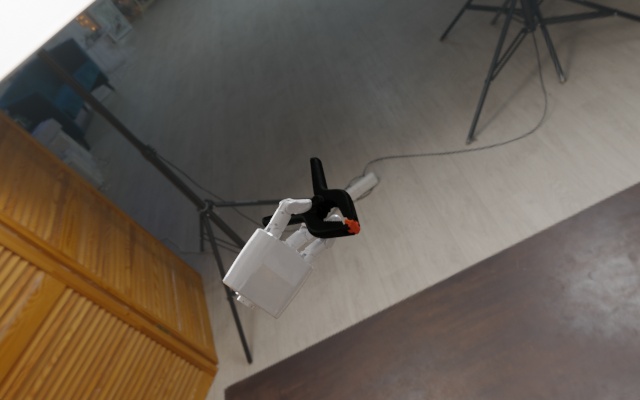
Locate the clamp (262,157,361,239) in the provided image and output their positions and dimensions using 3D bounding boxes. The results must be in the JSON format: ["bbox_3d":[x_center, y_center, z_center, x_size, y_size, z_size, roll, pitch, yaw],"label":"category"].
[{"bbox_3d":[0.000,0.003,0.843,0.210,0.164,0.036,19,-19,47],"label":"clamp"}]
